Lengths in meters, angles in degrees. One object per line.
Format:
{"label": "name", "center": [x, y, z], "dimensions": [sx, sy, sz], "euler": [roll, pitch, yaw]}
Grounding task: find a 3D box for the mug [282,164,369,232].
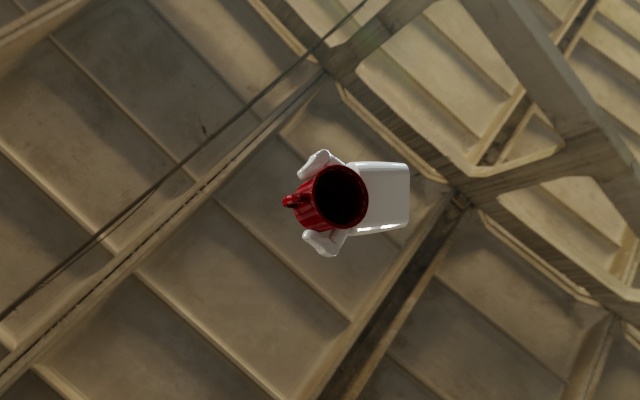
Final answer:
{"label": "mug", "center": [-0.001, 0.002, 0.697], "dimensions": [0.117, 0.093, 0.081], "euler": [-2, -10, -29]}
